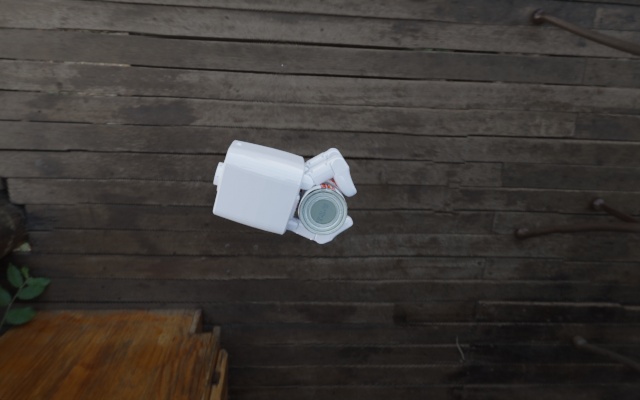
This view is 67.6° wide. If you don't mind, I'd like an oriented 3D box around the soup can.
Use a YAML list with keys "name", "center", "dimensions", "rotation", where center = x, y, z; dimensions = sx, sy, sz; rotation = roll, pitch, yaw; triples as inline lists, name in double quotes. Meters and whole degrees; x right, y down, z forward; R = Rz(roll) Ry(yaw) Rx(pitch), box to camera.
- name: "soup can"
  center: [0.001, 0.003, 0.687]
  dimensions: [0.068, 0.068, 0.102]
  rotation: [0, 16, -4]
